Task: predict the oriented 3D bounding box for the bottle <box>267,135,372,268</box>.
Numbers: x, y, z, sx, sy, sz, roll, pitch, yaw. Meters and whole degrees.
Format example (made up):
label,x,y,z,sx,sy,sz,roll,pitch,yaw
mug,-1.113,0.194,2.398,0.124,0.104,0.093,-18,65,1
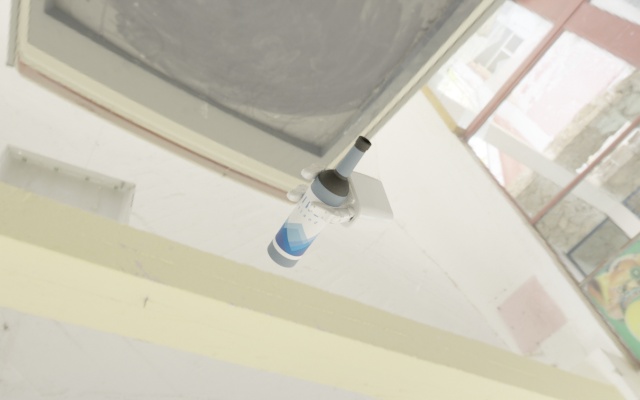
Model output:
label,x,y,z,sx,sy,sz,roll,pitch,yaw
bottle,0.000,0.003,0.887,0.069,0.296,0.069,28,27,-16
